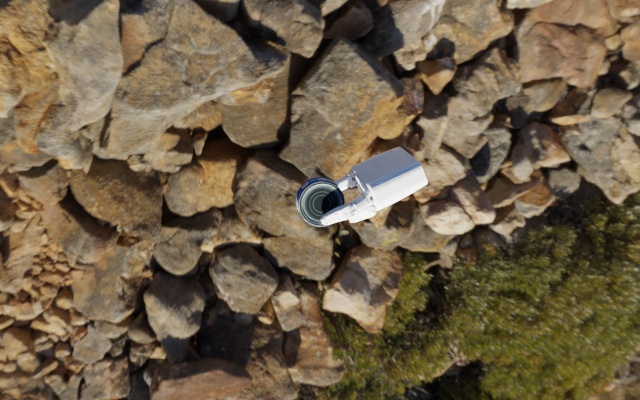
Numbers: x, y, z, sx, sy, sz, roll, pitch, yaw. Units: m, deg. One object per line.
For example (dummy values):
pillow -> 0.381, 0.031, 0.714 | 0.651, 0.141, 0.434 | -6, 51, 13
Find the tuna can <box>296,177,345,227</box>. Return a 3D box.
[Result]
tuna can -> 0.000, 0.003, 0.855 | 0.086, 0.086, 0.033 | 0, 14, -9
